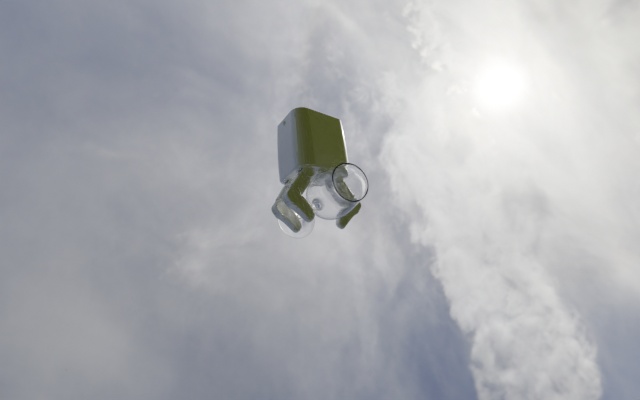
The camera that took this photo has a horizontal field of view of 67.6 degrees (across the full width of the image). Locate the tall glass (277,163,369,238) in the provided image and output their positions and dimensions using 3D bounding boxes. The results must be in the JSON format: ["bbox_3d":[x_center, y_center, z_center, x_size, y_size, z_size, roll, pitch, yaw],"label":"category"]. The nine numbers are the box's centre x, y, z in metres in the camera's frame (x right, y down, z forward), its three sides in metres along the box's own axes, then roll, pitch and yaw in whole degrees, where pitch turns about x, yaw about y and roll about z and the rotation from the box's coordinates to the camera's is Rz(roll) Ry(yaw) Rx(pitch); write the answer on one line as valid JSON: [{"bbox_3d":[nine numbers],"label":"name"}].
[{"bbox_3d":[0.000,0.003,0.784,0.079,0.079,0.201,0,-17,-28],"label":"tall glass"}]
